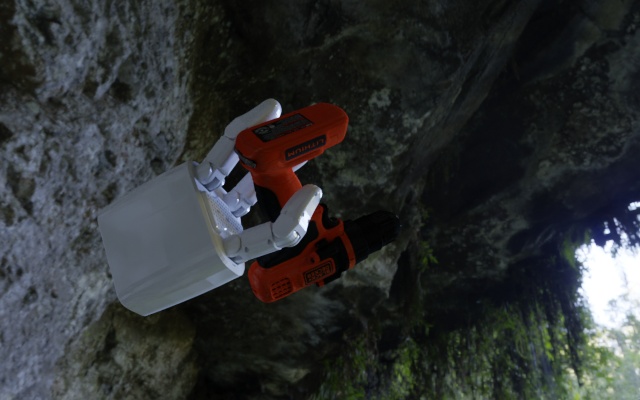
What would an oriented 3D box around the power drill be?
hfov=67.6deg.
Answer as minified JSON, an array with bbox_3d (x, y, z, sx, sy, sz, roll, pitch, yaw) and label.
[{"bbox_3d":[0.000,0.001,0.488,0.184,0.188,0.057,-24,34,-20],"label":"power drill"}]
